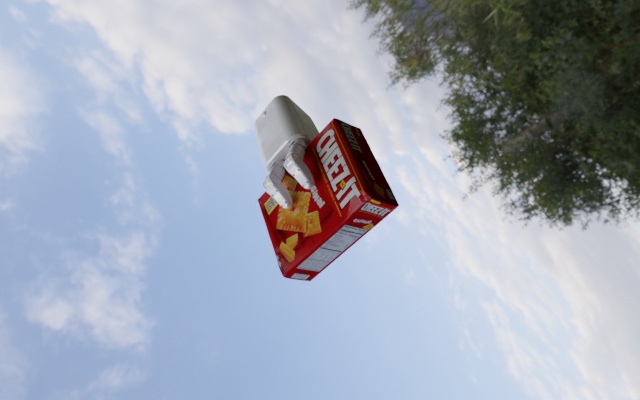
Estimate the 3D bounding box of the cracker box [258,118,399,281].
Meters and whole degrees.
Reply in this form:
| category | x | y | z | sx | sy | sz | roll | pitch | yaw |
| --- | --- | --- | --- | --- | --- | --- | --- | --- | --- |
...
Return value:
| category | x | y | z | sx | sy | sz | roll | pitch | yaw |
| --- | --- | --- | --- | --- | --- | --- | --- | --- | --- |
| cracker box | 0.000 | 0.003 | 0.761 | 0.072 | 0.164 | 0.214 | 14 | -47 | -42 |
